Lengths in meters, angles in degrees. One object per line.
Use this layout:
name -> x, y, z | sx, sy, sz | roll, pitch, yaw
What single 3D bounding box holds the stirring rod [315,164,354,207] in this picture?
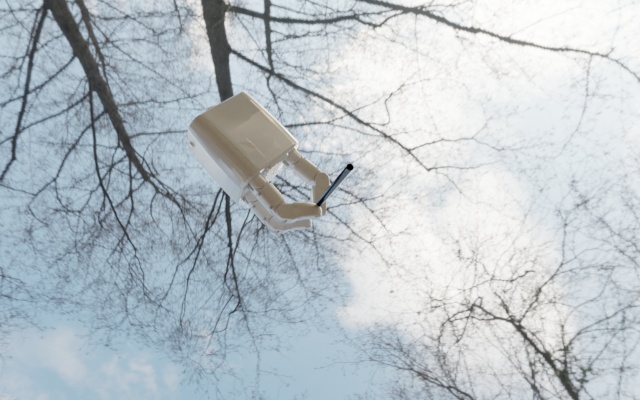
stirring rod -> 0.000, 0.002, 0.602 | 0.011, 0.011, 0.239 | 0, -18, -15
